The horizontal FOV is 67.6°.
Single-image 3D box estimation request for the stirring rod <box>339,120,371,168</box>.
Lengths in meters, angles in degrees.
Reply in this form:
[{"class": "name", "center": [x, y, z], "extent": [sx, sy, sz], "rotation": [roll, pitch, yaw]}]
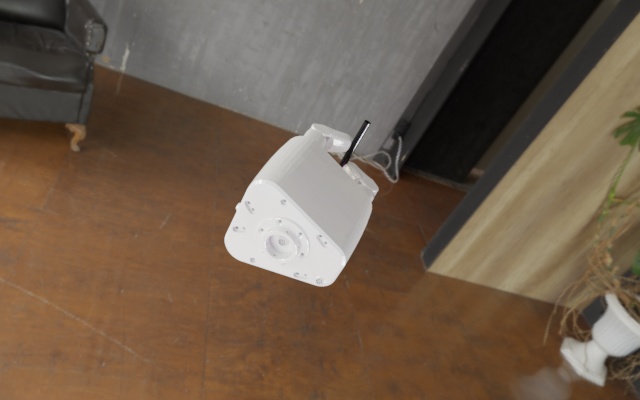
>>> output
[{"class": "stirring rod", "center": [0.000, 0.002, 0.591], "extent": [0.011, 0.240, 0.011], "rotation": [22, 32, -14]}]
